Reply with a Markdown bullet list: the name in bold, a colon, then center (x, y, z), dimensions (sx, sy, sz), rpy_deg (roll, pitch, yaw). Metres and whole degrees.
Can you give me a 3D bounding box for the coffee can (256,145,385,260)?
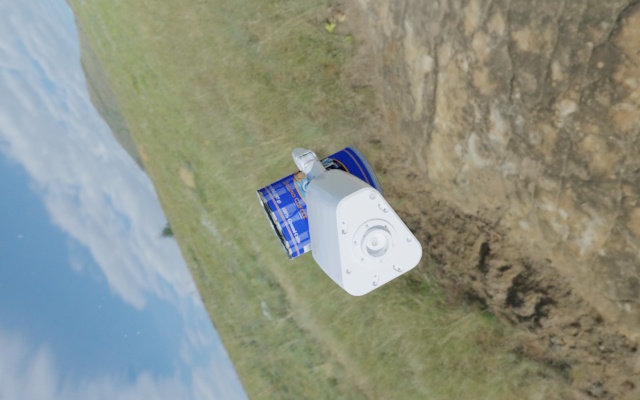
- **coffee can**: center (0.000, 0.002, 0.634), dimensions (0.140, 0.103, 0.103), rpy_deg (-26, 5, -10)
